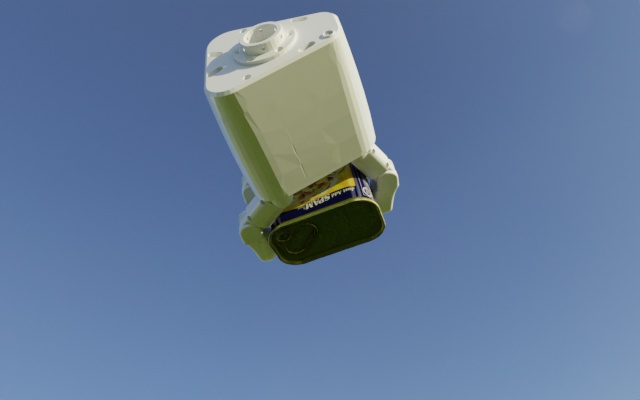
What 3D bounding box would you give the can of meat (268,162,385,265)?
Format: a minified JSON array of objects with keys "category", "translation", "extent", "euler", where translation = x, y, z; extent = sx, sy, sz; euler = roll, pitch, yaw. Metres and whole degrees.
[{"category":"can of meat","translation":[0.000,0.001,0.450],"extent":[0.102,0.083,0.057],"euler":[-20,-45,8]}]
